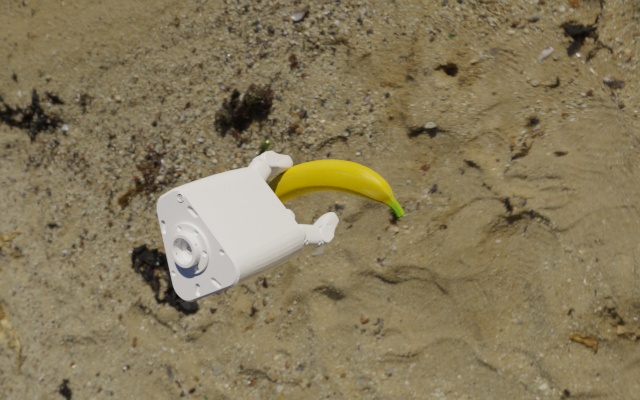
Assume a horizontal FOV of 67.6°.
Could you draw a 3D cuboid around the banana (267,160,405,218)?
[{"bbox_3d":[0.002,-0.016,0.579,0.198,0.070,0.037,4,17,28],"label":"banana"}]
